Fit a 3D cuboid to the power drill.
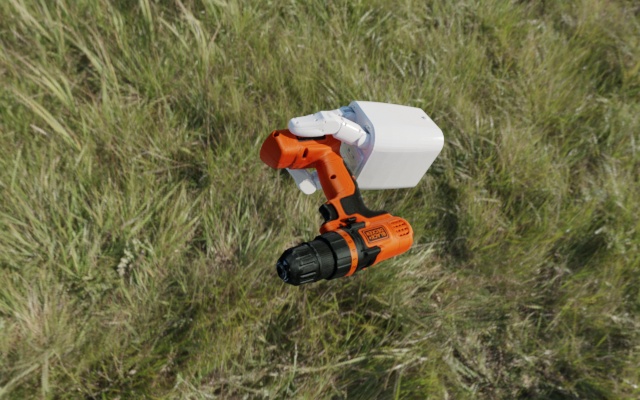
[{"bbox_3d":[0.000,0.001,0.558,0.184,0.187,0.057,-11,-27,-38],"label":"power drill"}]
